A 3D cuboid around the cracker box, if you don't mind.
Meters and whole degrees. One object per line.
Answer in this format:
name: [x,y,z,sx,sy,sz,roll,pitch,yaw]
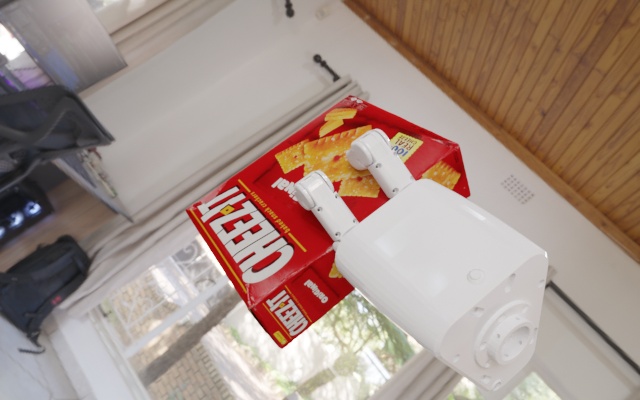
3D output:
cracker box: [0.000,0.001,0.443,0.213,0.072,0.164,-36,40,-11]
